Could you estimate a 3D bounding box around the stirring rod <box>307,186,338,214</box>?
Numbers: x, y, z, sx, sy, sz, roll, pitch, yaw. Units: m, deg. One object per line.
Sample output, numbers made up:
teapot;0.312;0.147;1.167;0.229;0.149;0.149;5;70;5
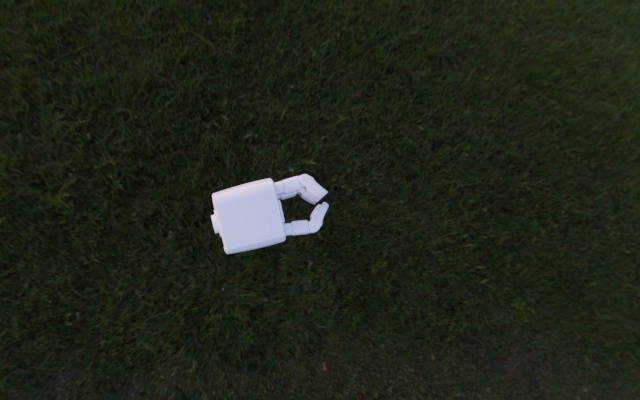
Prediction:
stirring rod;0.000;0.003;0.856;0.011;0.011;0.239;0;-10;-12
